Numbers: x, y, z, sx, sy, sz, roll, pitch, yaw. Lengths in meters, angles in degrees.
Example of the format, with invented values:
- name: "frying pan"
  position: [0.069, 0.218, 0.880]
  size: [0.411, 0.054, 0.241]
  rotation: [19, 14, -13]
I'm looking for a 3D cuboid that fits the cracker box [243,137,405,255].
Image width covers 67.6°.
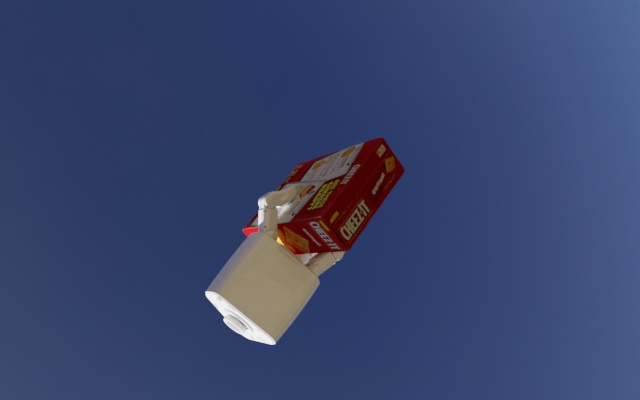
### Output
- name: "cracker box"
  position: [0.000, 0.002, 0.715]
  size: [0.214, 0.072, 0.164]
  rotation: [-11, 35, 53]
